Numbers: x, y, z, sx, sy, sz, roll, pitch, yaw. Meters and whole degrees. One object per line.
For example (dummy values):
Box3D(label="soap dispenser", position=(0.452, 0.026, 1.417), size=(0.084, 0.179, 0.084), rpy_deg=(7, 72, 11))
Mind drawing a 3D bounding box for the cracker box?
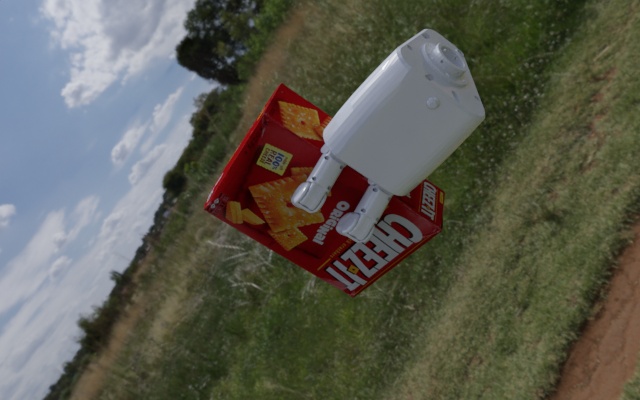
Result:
Box3D(label="cracker box", position=(0.000, 0.002, 0.525), size=(0.214, 0.072, 0.164), rpy_deg=(33, -48, -12))
